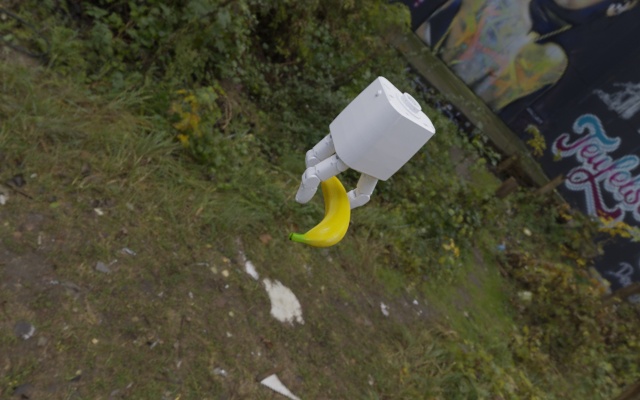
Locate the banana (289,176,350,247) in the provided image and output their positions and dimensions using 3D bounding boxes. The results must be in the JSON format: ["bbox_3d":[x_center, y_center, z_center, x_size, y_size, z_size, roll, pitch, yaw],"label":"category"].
[{"bbox_3d":[0.014,0.016,0.706,0.037,0.069,0.197,-46,9,29],"label":"banana"}]
